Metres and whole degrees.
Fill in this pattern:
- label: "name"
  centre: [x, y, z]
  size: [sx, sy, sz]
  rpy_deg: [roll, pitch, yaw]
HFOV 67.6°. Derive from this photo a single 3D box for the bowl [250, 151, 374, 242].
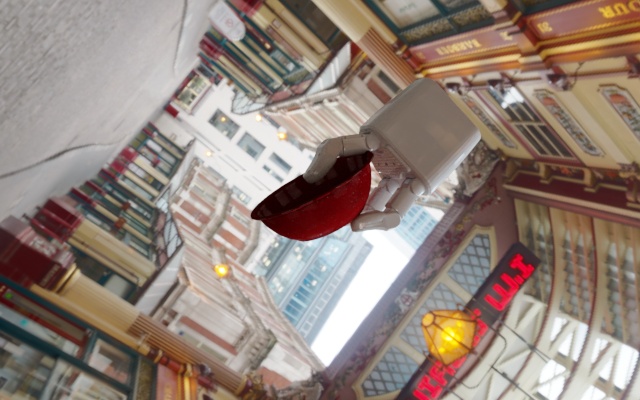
- label: "bowl"
  centre: [-0.001, 0.003, 0.568]
  size: [0.162, 0.055, 0.162]
  rpy_deg: [-25, 14, 7]
